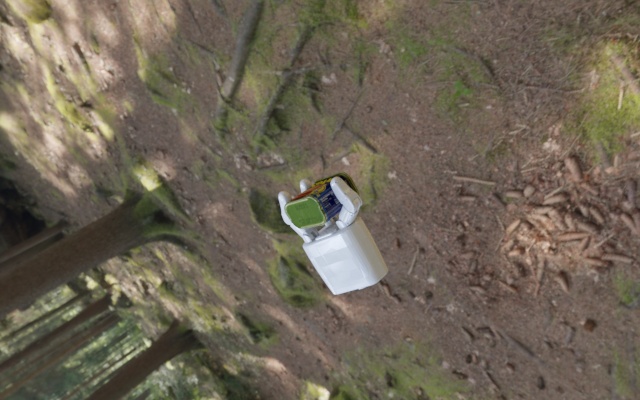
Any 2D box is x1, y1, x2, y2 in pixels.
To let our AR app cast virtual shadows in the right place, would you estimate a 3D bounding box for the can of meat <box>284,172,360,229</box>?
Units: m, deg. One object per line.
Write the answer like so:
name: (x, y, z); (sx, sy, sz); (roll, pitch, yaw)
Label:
can of meat: (0.000, 0.003, 0.794); (0.084, 0.057, 0.102); (-36, 12, -35)
